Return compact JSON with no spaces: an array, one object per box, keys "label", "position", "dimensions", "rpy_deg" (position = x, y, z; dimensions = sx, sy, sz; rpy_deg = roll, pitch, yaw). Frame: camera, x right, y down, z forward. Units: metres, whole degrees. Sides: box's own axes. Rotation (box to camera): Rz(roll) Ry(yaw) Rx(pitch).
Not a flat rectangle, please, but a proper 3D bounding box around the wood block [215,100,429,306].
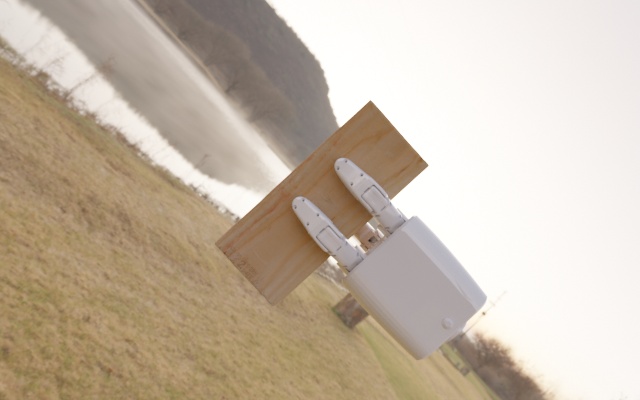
[{"label":"wood block","position":[0.000,0.002,0.506],"dimensions":[0.206,0.090,0.091],"rpy_deg":[-42,3,1]}]
